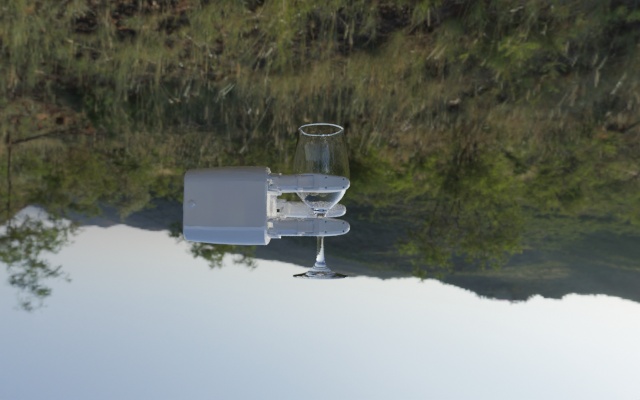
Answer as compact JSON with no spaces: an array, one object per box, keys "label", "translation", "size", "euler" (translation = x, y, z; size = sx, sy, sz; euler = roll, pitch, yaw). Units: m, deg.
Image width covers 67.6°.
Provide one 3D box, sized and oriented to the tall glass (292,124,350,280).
[{"label":"tall glass","translation":[0.000,0.003,0.641],"size":[0.079,0.201,0.079],"euler":[1,-5,0]}]
